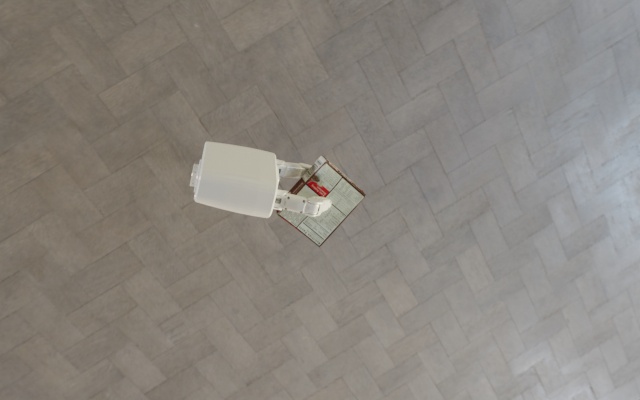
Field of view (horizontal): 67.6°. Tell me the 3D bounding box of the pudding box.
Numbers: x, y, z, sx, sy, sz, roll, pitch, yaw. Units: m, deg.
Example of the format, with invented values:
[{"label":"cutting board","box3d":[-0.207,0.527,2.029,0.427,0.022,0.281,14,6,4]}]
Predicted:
[{"label":"pudding box","box3d":[0.000,0.002,0.739,0.090,0.113,0.039,40,8,-20]}]
